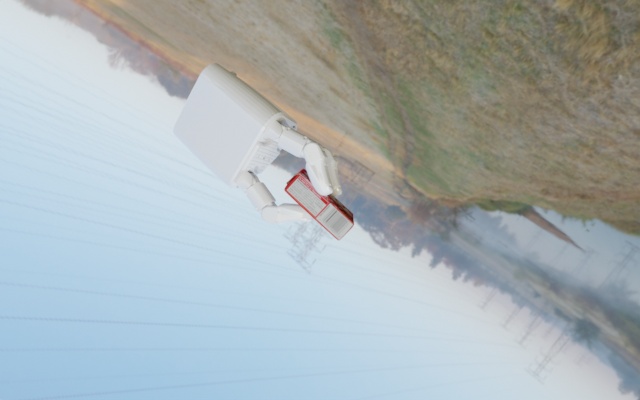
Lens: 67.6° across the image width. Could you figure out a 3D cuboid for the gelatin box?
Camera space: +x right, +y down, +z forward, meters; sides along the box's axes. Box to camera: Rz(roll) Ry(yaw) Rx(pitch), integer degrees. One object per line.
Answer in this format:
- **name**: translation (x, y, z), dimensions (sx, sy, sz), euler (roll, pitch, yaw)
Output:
- **gelatin box**: translation (0.000, 0.002, 0.571), dimensions (0.089, 0.030, 0.073), euler (43, 7, -3)
